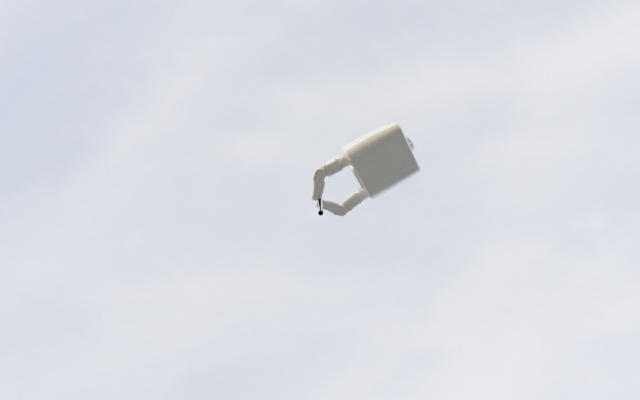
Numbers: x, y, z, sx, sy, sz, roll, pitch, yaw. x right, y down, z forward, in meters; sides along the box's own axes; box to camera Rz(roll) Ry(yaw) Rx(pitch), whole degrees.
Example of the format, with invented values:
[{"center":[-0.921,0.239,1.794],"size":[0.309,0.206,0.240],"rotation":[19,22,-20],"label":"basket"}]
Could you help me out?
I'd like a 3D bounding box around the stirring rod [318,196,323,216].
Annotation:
[{"center":[0.000,0.003,0.826],"size":[0.011,0.011,0.239],"rotation":[0,8,0],"label":"stirring rod"}]
